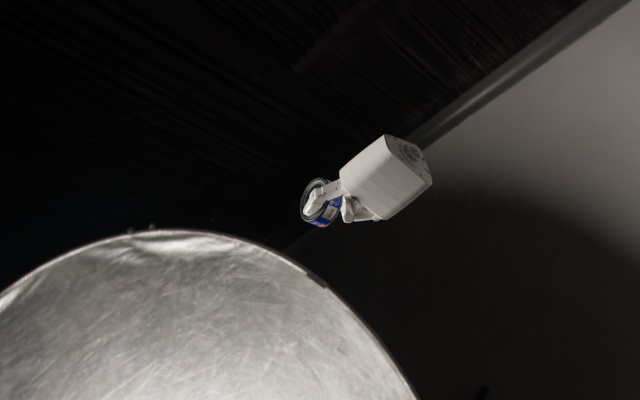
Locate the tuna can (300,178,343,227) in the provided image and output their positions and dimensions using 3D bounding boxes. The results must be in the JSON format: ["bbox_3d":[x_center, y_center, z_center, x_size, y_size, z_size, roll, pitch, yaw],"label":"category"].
[{"bbox_3d":[0.000,0.003,0.870,0.034,0.086,0.086,20,-12,-33],"label":"tuna can"}]
